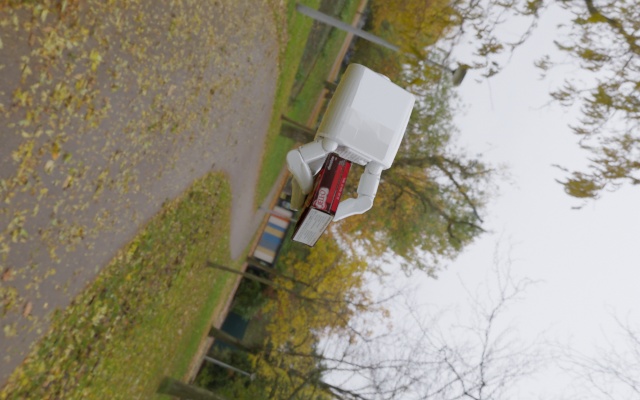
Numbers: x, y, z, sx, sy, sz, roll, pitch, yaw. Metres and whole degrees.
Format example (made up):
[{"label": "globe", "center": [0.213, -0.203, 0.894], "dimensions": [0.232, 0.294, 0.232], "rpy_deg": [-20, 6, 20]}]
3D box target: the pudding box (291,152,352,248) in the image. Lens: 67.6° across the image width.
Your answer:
[{"label": "pudding box", "center": [0.000, 0.002, 0.649], "dimensions": [0.039, 0.090, 0.113], "rpy_deg": [22, -31, -3]}]
